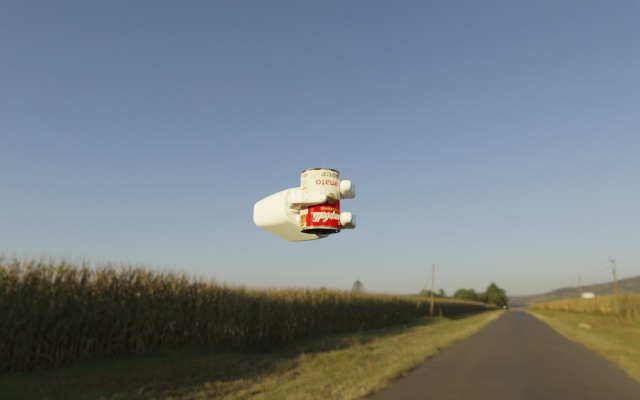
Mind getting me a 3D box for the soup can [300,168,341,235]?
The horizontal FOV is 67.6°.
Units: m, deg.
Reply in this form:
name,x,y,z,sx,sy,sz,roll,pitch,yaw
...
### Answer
name,x,y,z,sx,sy,sz,roll,pitch,yaw
soup can,0.000,0.002,0.808,0.068,0.102,0.068,0,-13,0
